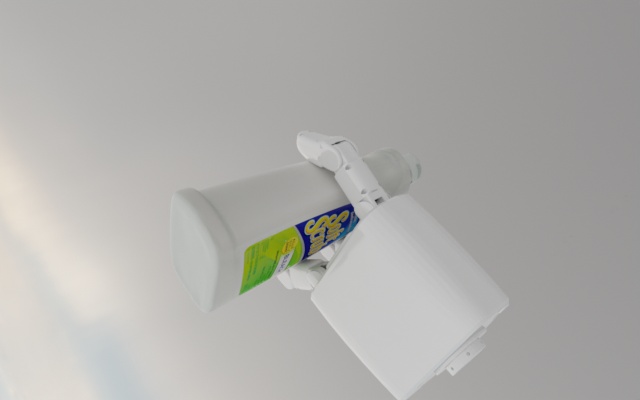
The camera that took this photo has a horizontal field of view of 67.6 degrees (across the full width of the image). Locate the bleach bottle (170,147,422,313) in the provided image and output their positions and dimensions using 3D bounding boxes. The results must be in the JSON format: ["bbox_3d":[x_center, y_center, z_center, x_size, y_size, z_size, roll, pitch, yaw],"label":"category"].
[{"bbox_3d":[0.000,0.001,0.414,0.251,0.068,0.103,-23,-31,-34],"label":"bleach bottle"}]
